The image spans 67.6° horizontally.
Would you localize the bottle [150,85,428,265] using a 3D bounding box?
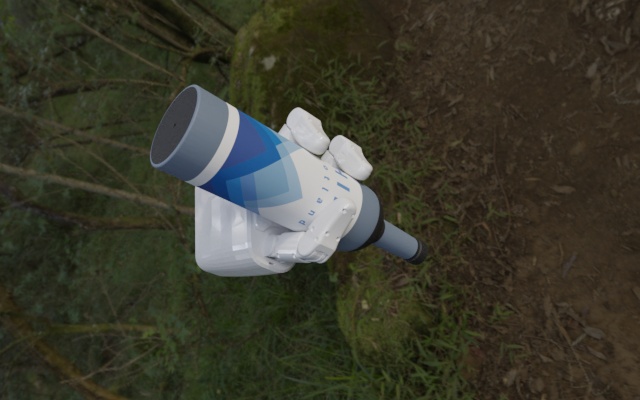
[{"bbox_3d":[0.000,0.001,0.428,0.296,0.069,0.069,28,-17,-36],"label":"bottle"}]
